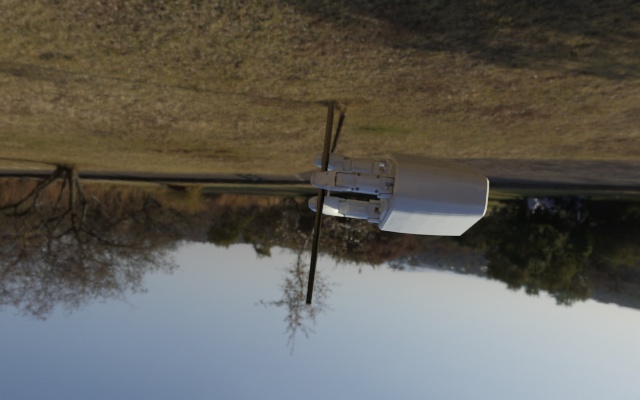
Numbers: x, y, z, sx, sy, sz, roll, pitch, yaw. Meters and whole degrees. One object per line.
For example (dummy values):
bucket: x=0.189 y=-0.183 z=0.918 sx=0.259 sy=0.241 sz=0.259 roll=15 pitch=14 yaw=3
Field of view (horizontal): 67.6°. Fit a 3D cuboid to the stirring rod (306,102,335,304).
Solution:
stirring rod: x=0.000 y=0.002 z=0.568 sx=0.011 sy=0.239 sz=0.011 roll=7 pitch=-2 yaw=0
